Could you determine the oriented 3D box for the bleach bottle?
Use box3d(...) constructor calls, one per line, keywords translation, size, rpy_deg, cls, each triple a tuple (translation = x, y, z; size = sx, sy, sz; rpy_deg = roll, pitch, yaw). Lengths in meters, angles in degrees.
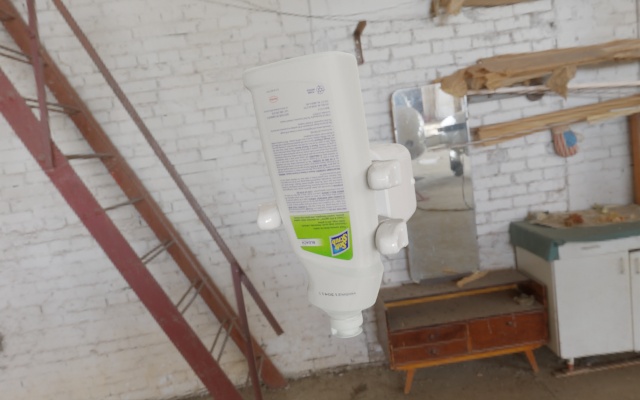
box3d(translation=(0.000, 0.001, 0.436), size=(0.102, 0.251, 0.068), rpy_deg=(-4, 10, 29), cls="bleach bottle")
